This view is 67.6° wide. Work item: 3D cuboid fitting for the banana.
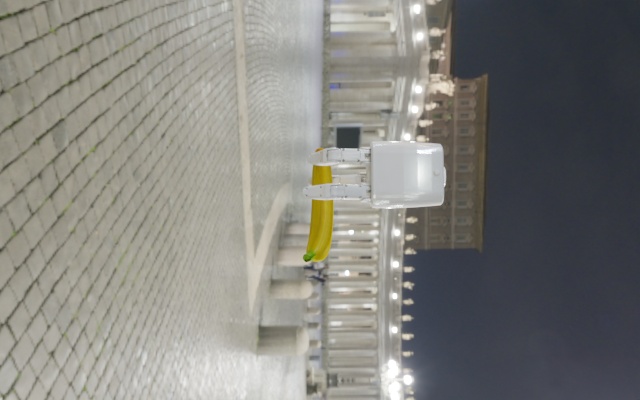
[{"bbox_3d":[0.001,0.015,0.740,0.037,0.197,0.070,1,-30,5],"label":"banana"}]
